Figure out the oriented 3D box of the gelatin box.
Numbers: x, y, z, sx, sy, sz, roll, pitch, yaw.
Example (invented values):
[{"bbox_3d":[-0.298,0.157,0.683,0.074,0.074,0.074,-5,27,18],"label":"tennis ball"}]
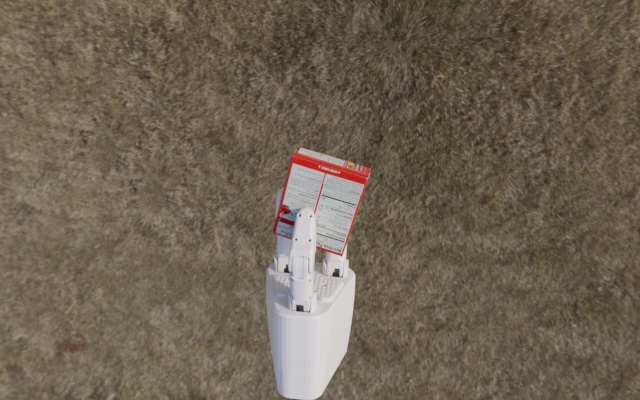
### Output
[{"bbox_3d":[0.000,0.001,0.459,0.073,0.089,0.030,17,25,3],"label":"gelatin box"}]
